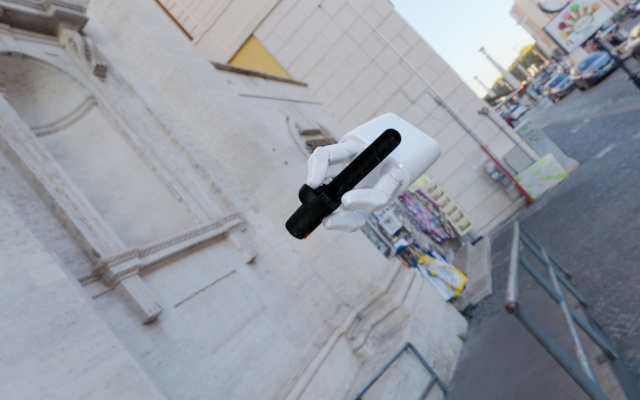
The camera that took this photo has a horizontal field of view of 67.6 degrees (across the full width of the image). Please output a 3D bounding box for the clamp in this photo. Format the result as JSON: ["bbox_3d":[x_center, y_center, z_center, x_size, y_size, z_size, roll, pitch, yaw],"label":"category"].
[{"bbox_3d":[-0.001,0.002,0.599,0.164,0.036,0.210,-33,-11,-41],"label":"clamp"}]
